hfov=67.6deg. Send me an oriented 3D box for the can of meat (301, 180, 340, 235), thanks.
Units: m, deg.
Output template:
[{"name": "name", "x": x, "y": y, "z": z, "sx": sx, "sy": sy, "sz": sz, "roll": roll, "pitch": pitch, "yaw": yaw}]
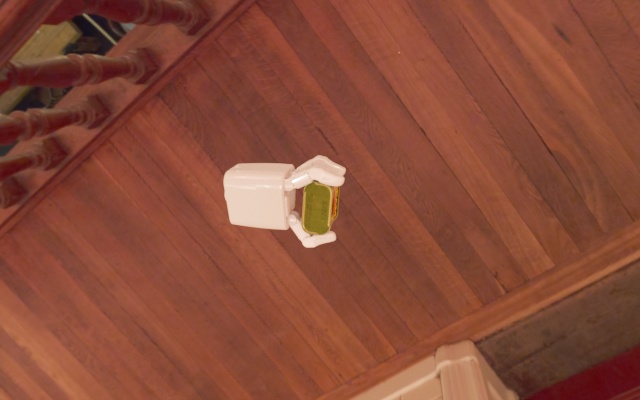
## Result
[{"name": "can of meat", "x": 0.000, "y": 0.003, "z": 0.852, "sx": 0.057, "sy": 0.102, "sz": 0.084, "roll": 7, "pitch": 18, "yaw": 8}]
